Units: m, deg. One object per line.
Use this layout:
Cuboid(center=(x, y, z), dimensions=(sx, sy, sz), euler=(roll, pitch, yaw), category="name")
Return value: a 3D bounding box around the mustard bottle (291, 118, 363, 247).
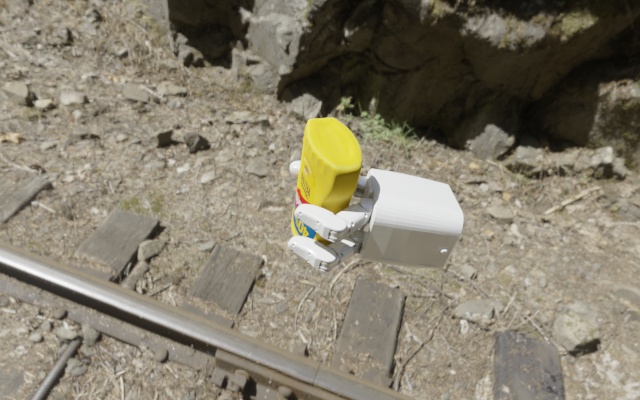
Cuboid(center=(0.000, 0.002, 0.583), dimensions=(0.058, 0.192, 0.096), euler=(-8, 47, -20), category="mustard bottle")
